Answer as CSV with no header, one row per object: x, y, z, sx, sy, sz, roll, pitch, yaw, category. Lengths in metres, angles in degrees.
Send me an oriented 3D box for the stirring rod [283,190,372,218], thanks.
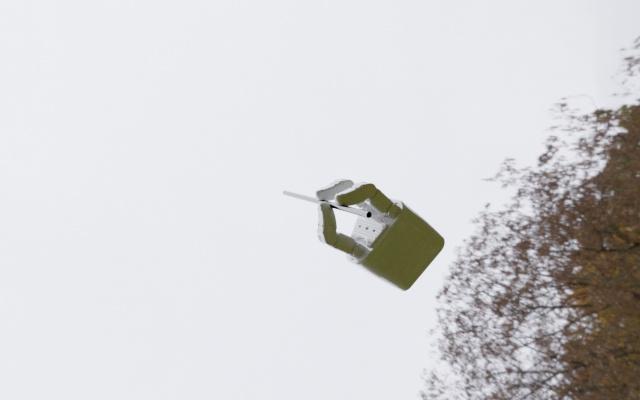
0.000,0.002,0.680,0.011,0.011,0.239,0,7,-29,stirring rod
